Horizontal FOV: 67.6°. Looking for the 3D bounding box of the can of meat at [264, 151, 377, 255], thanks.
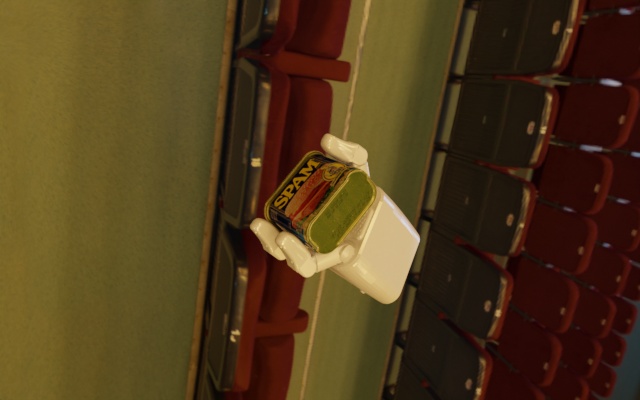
[{"bbox_3d":[0.000,0.002,0.524,0.084,0.102,0.057,26,-17,51],"label":"can of meat"}]
